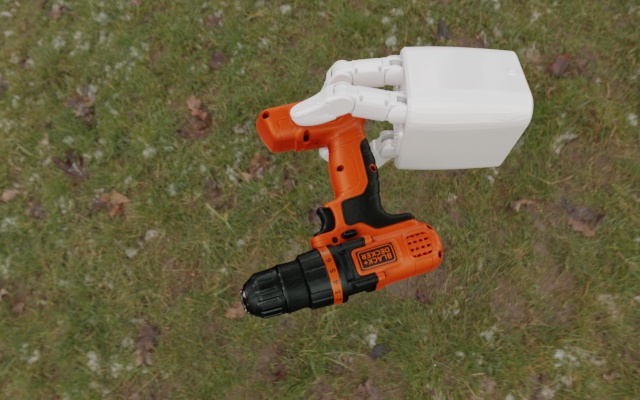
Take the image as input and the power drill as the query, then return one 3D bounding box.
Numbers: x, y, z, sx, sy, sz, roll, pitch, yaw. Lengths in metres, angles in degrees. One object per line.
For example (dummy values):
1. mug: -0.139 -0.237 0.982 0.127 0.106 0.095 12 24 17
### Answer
1. power drill: 0.000 0.001 0.442 0.184 0.187 0.057 -14 -15 -13
